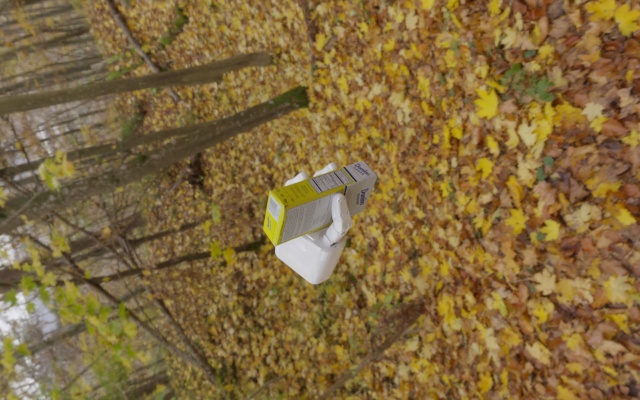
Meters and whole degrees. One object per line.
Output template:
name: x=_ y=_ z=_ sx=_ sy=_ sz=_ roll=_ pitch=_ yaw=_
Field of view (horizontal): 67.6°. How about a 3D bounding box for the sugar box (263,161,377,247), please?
sugar box: x=0.000 y=0.002 z=0.753 sx=0.176 sy=0.048 sz=0.093 roll=-22 pitch=-33 yaw=-31
